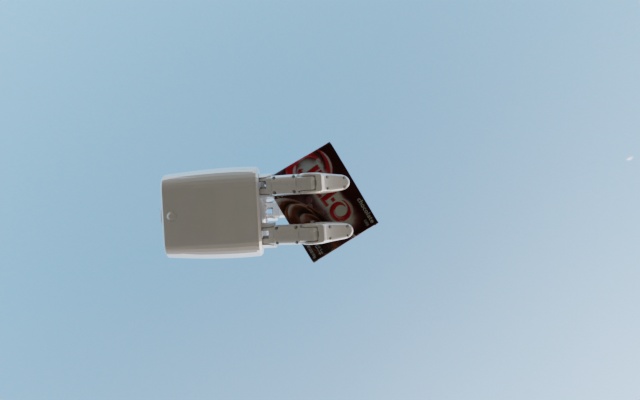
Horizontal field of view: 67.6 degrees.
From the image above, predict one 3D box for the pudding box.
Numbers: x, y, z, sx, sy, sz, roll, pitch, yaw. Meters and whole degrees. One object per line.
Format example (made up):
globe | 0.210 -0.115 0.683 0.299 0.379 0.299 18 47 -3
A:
pudding box | 0.000 0.002 0.562 0.090 0.113 0.039 -31 2 -4
